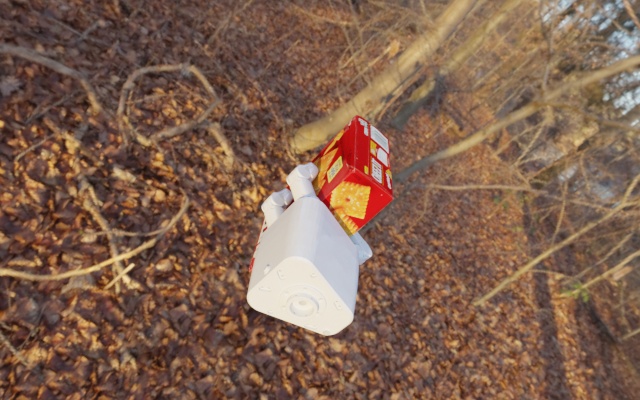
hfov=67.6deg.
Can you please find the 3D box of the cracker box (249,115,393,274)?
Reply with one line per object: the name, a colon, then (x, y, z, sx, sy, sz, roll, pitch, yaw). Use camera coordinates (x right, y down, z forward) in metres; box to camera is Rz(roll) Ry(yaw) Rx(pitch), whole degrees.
cracker box: (0.000, 0.002, 0.652, 0.072, 0.214, 0.164, 37, 29, -17)
